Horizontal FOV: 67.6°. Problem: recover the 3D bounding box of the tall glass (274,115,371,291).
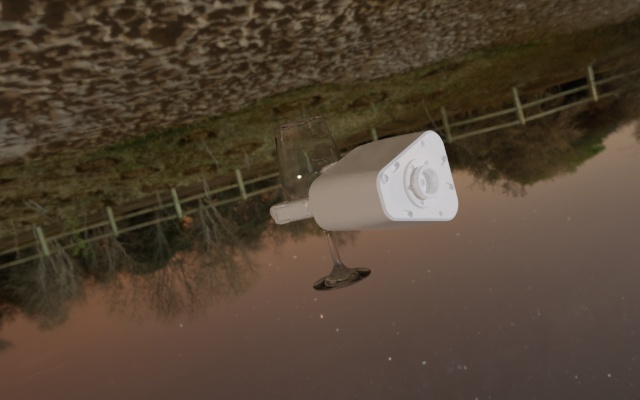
[{"bbox_3d":[0.000,0.003,0.580,0.079,0.201,0.079,-16,5,1],"label":"tall glass"}]
